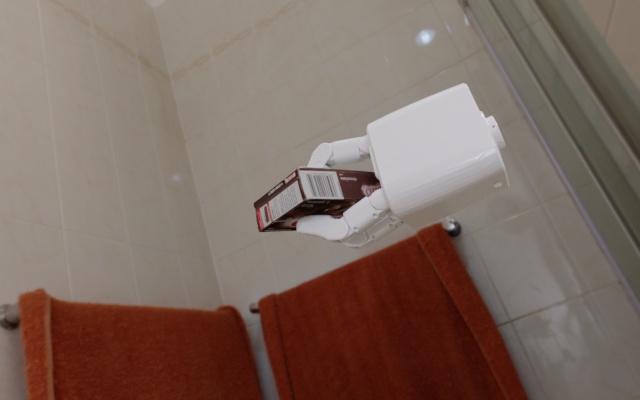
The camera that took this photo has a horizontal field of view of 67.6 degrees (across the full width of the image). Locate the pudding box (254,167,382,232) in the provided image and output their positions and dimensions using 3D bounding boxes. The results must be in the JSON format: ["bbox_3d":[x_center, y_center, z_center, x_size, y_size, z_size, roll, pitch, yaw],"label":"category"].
[{"bbox_3d":[0.000,0.001,0.506,0.113,0.039,0.090,3,-26,-38],"label":"pudding box"}]
